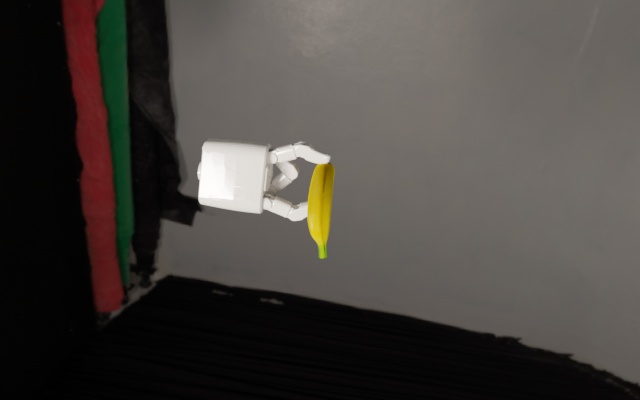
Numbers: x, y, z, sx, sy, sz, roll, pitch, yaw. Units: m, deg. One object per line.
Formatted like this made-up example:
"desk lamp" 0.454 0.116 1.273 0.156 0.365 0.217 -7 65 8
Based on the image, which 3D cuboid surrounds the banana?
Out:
"banana" 0.001 -0.008 0.750 0.037 0.197 0.070 5 -42 1
